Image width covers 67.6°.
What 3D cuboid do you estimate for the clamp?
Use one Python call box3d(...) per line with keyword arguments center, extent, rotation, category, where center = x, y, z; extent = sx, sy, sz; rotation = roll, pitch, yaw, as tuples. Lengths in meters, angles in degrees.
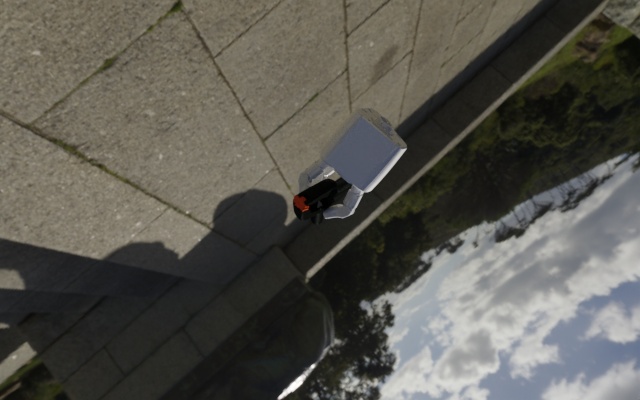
box3d(center=(0.001, 0.003, 0.890), extent=(0.165, 0.036, 0.210), rotation=(-49, -14, 26), category="clamp")
